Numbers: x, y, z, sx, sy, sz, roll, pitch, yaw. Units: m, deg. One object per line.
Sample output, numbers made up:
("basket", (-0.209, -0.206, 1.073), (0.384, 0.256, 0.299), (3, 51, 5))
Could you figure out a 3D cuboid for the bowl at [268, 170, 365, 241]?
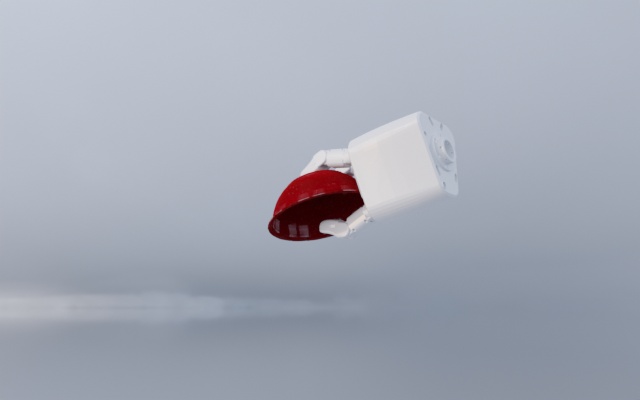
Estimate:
("bowl", (-0.001, 0.002, 0.683), (0.162, 0.055, 0.162), (-12, -24, -6))
